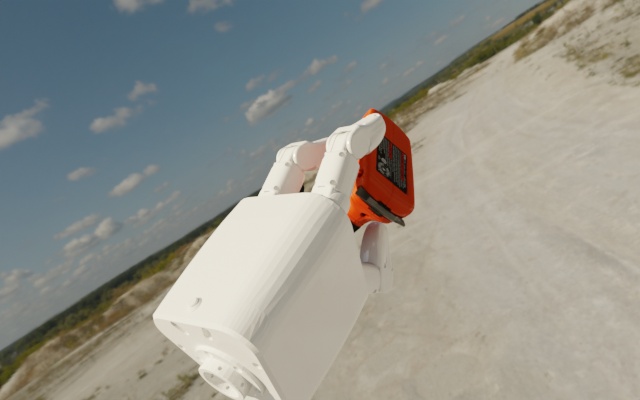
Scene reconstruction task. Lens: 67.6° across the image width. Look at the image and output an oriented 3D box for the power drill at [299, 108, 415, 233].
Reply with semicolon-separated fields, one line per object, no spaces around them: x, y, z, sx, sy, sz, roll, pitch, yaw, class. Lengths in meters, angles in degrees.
0.000;0.001;0.446;0.057;0.184;0.188;33;-52;-24;power drill
